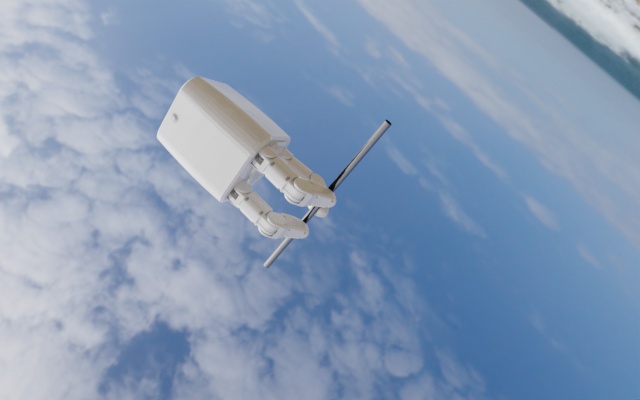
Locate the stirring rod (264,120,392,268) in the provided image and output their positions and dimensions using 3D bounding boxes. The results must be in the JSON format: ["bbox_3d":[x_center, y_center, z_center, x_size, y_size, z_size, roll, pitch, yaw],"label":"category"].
[{"bbox_3d":[0.000,0.002,0.534,0.011,0.011,0.240,0,-41,-48],"label":"stirring rod"}]
